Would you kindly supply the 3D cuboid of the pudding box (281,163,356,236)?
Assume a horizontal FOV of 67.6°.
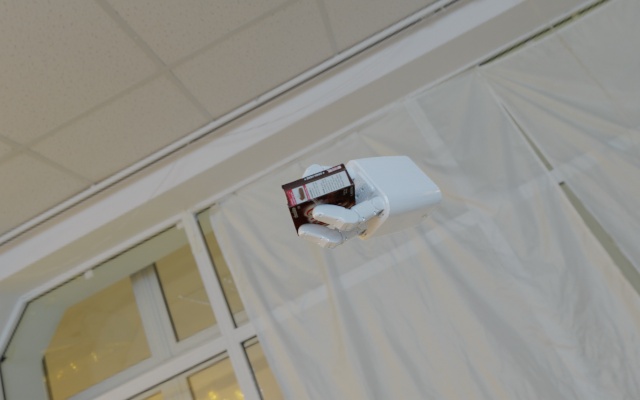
[{"bbox_3d":[0.000,0.002,0.649,0.090,0.039,0.113,-21,-25,-4],"label":"pudding box"}]
